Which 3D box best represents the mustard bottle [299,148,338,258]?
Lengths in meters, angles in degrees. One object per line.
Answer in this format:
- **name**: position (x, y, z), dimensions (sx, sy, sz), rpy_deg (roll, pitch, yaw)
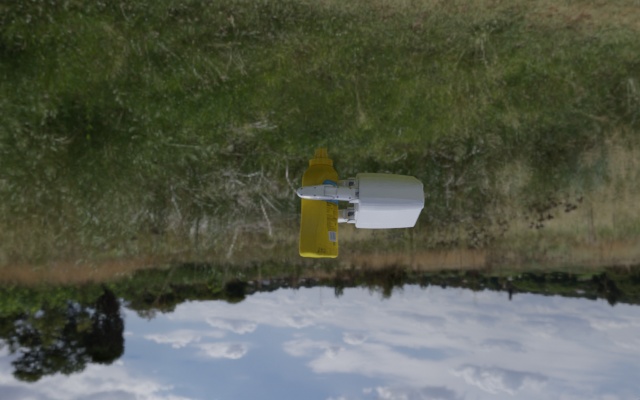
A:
- **mustard bottle**: position (0.000, 0.003, 0.836), dimensions (0.058, 0.191, 0.096), rpy_deg (-2, -8, 25)
